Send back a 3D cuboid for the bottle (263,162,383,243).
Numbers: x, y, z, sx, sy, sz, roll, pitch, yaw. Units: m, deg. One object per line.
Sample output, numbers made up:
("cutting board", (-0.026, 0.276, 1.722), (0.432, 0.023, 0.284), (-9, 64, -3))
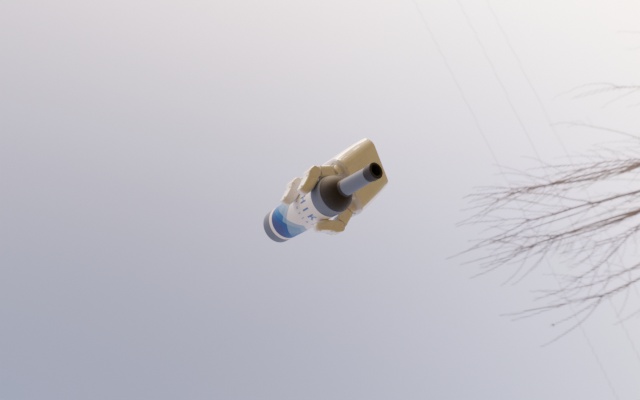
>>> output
("bottle", (0.000, 0.003, 0.831), (0.069, 0.069, 0.296), (0, -19, -37))
